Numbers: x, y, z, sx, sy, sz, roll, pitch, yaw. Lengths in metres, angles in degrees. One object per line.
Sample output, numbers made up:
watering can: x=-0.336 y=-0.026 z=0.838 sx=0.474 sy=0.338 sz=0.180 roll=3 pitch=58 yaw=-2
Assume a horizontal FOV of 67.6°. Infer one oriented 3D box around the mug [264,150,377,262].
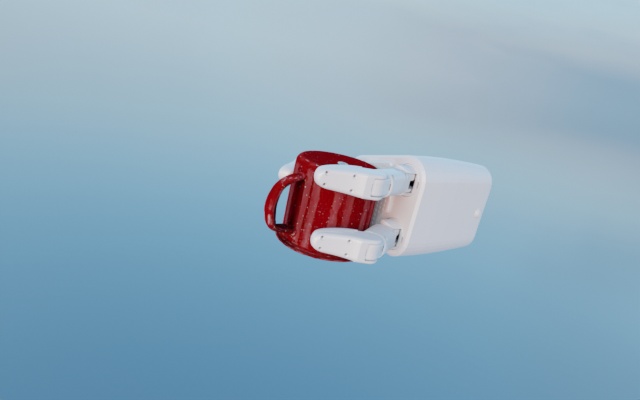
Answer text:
mug: x=-0.001 y=0.001 z=0.446 sx=0.117 sy=0.081 sz=0.093 roll=0 pitch=21 yaw=-36
